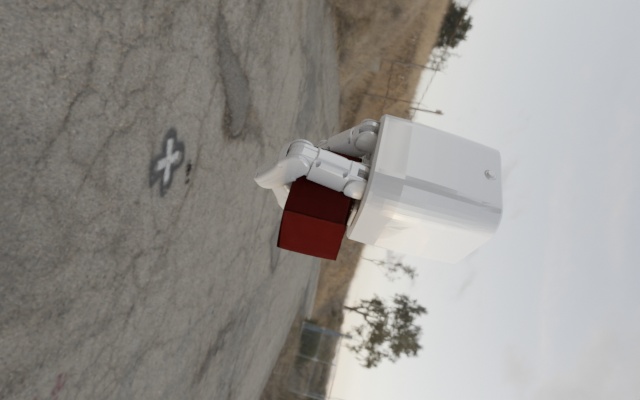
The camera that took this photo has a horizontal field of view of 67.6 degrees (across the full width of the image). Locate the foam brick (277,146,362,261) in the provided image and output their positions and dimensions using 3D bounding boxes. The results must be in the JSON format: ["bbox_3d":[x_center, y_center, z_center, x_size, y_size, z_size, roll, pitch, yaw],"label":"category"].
[{"bbox_3d":[0.000,0.002,0.400,0.051,0.078,0.053,16,-40,1],"label":"foam brick"}]
